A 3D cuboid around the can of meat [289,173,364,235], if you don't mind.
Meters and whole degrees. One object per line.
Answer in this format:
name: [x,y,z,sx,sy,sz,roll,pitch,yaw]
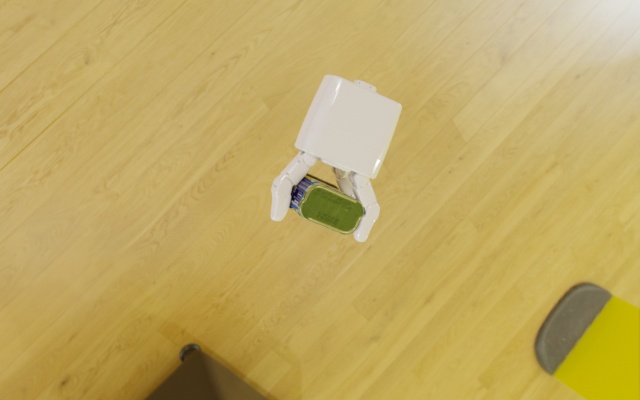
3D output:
can of meat: [0.000,0.002,0.669,0.102,0.057,0.084,22,5,-29]
